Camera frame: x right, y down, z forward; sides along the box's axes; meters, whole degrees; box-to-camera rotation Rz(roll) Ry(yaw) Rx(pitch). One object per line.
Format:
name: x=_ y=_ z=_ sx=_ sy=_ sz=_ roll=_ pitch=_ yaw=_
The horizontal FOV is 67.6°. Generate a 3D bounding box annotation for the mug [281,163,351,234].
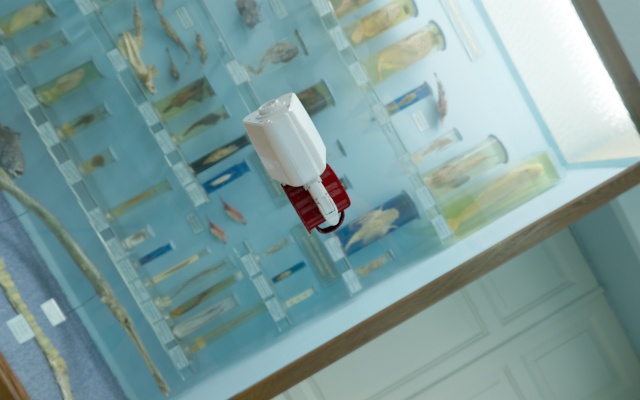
mug: x=0.001 y=0.004 z=0.762 sx=0.081 sy=0.117 sz=0.093 roll=-31 pitch=27 yaw=-2
